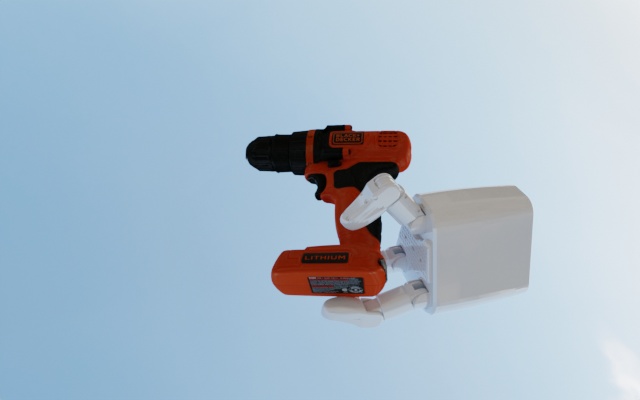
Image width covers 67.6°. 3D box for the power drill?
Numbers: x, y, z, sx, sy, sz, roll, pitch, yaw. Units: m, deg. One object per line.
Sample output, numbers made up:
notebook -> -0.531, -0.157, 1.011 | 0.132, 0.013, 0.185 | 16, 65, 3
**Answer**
power drill -> 0.000, 0.002, 0.487 | 0.184, 0.187, 0.057 | -1, -34, 11
